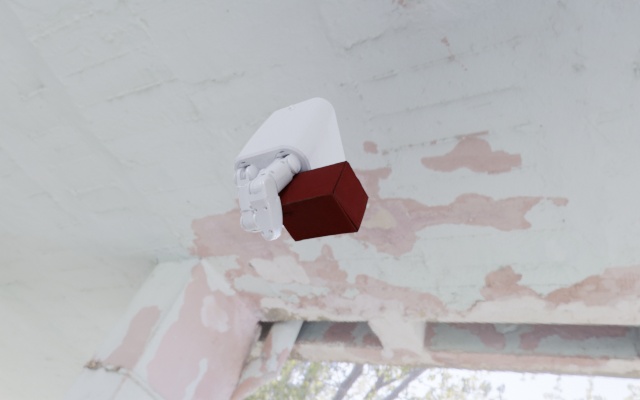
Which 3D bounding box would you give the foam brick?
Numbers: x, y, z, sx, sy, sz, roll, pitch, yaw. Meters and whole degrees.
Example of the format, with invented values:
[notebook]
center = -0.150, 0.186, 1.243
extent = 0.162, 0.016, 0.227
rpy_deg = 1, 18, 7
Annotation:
[foam brick]
center = 0.000, 0.002, 0.479
extent = 0.078, 0.053, 0.051
rpy_deg = -11, 36, 33
